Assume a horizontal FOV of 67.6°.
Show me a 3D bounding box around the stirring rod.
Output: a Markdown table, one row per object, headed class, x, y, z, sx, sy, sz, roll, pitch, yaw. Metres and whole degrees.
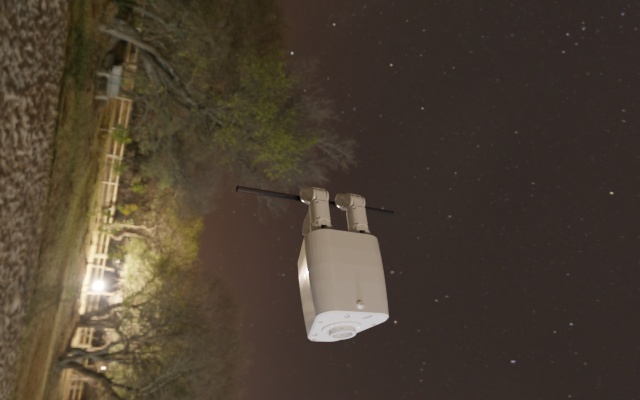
| class | x | y | z | sx | sy | sz | roll | pitch | yaw |
| --- | --- | --- | --- | --- | --- | --- | --- | --- | --- |
| stirring rod | 0.000 | 0.002 | 0.667 | 0.239 | 0.011 | 0.011 | 9 | -4 | -24 |
